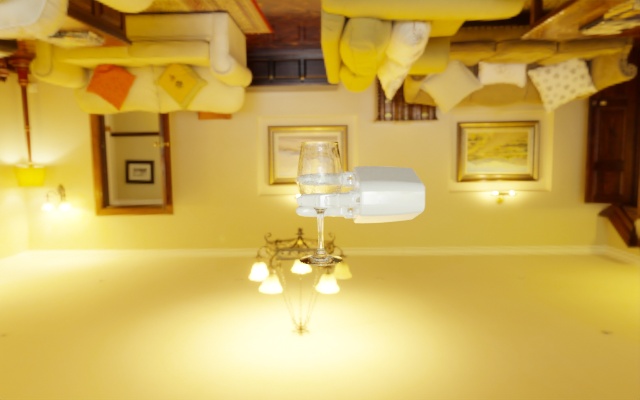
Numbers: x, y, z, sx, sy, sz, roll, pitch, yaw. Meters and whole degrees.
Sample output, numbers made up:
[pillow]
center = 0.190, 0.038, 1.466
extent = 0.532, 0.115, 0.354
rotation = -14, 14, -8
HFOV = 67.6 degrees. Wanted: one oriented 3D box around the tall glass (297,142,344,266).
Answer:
[tall glass]
center = 0.000, 0.003, 0.799
extent = 0.079, 0.201, 0.079
rotation = -1, 6, 0
